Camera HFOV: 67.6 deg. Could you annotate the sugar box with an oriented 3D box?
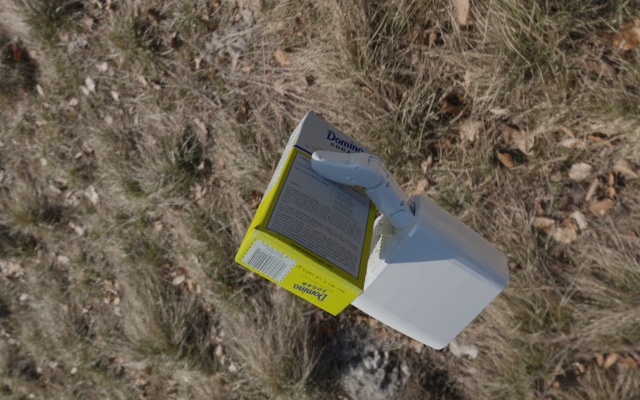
[{"bbox_3d":[0.000,0.002,0.413,0.093,0.048,0.176,32,36,-11],"label":"sugar box"}]
